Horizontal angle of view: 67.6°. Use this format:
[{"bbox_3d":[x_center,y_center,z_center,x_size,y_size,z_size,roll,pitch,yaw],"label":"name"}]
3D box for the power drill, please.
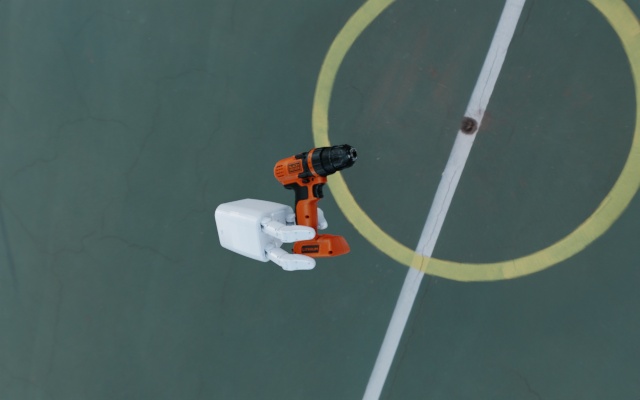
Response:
[{"bbox_3d":[0.000,0.003,0.833,0.057,0.187,0.184,-5,-3,-44],"label":"power drill"}]
